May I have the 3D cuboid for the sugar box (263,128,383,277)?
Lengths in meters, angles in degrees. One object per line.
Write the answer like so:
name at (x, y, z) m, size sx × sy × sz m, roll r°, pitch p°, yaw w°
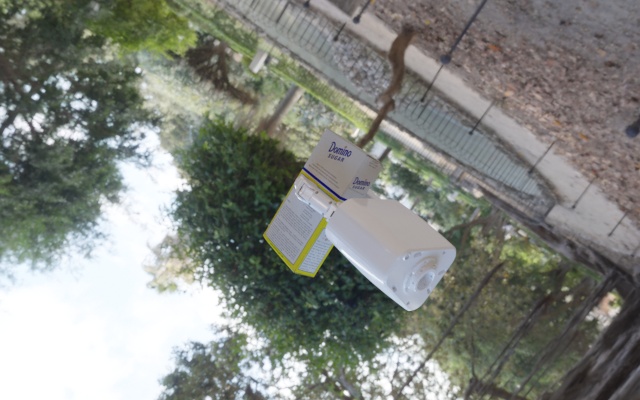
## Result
sugar box at (0.000, 0.002, 0.633) m, size 0.048 × 0.176 × 0.093 m, roll 25°, pitch 12°, yaw -45°
